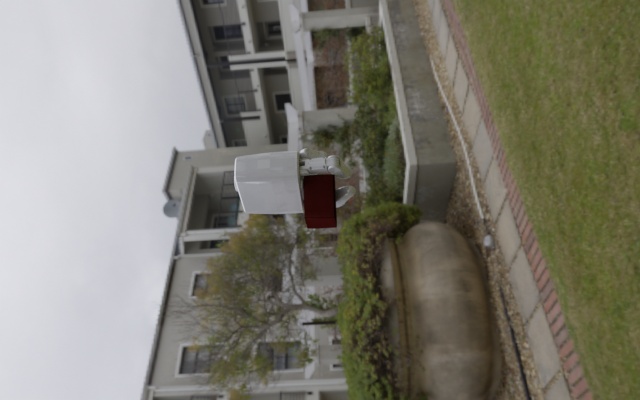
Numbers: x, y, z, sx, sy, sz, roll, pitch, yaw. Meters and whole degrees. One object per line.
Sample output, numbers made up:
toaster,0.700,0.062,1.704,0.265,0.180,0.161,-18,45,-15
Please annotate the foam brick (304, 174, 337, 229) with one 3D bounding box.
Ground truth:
foam brick,0.000,0.003,0.788,0.051,0.078,0.053,-3,-24,2
